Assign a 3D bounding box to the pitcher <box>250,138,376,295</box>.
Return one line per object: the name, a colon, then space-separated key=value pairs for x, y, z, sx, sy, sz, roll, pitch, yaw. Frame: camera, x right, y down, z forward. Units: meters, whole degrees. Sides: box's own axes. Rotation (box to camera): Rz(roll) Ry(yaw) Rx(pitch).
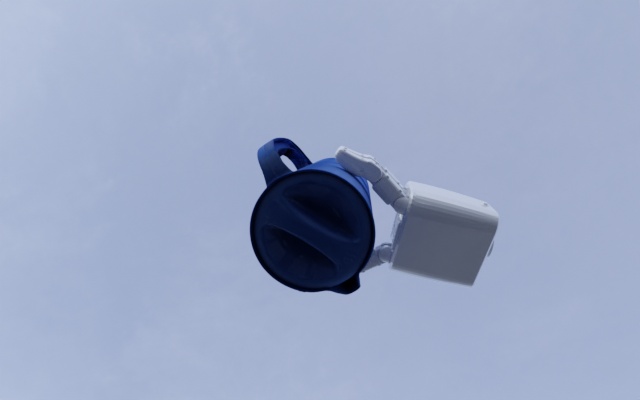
pitcher: x=0.000 y=0.002 z=0.605 sx=0.145 sy=0.149 sz=0.242 roll=12 pitch=13 yaw=5
